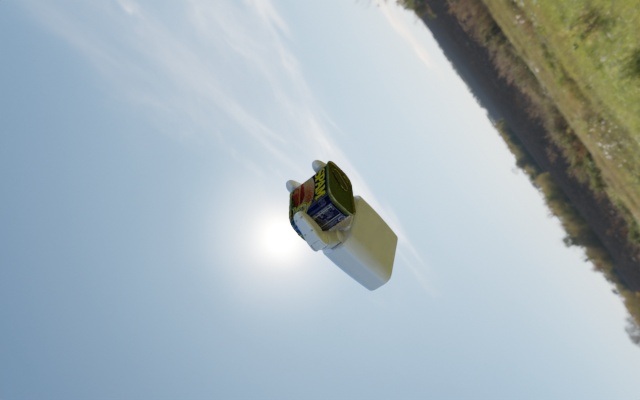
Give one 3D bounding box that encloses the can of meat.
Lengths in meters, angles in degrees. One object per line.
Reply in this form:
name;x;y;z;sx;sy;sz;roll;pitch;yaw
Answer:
can of meat;0.000;0.003;0.708;0.084;0.102;0.057;-36;-61;23
